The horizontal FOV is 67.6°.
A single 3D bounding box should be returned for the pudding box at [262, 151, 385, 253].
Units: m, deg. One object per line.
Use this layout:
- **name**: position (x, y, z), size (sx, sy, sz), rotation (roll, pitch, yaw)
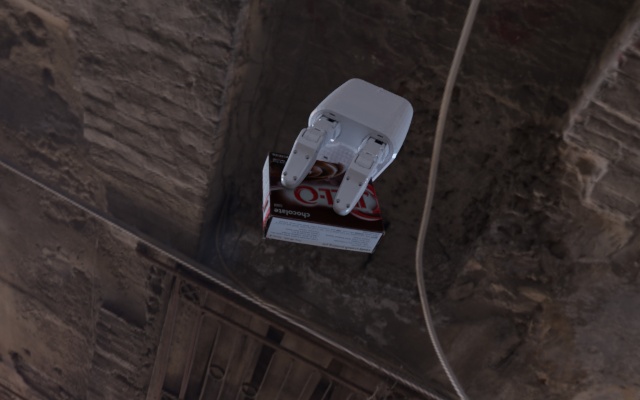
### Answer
- **pudding box**: position (0.000, 0.002, 0.468), size (0.113, 0.039, 0.090), rotation (7, 42, -14)
